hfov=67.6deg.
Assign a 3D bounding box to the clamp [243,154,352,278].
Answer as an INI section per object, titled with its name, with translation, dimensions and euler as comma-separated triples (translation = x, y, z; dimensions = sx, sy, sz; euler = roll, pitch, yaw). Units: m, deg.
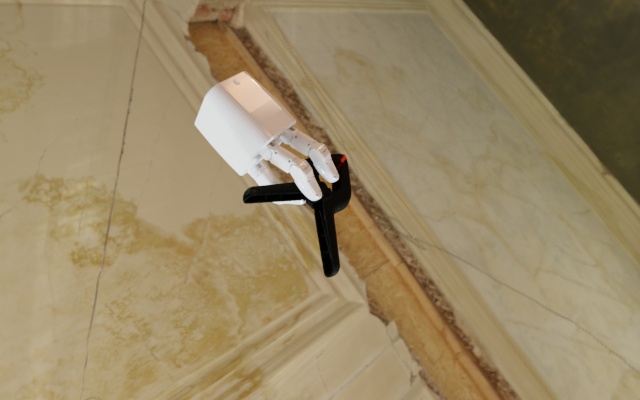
[clamp]
translation = 0.000, 0.002, 0.697
dimensions = 0.036, 0.164, 0.210
euler = -37, 7, 41
